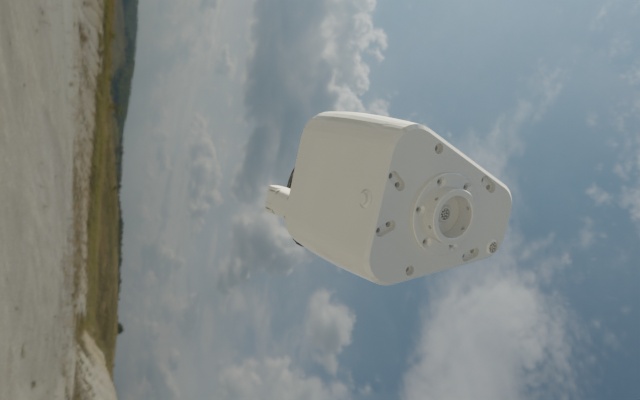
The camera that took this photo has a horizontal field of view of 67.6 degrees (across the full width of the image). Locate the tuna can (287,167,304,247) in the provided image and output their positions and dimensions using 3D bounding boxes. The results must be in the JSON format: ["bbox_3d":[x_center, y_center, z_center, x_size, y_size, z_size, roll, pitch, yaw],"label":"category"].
[{"bbox_3d":[0.001,0.002,0.453,0.034,0.086,0.086,5,-3,-31],"label":"tuna can"}]
